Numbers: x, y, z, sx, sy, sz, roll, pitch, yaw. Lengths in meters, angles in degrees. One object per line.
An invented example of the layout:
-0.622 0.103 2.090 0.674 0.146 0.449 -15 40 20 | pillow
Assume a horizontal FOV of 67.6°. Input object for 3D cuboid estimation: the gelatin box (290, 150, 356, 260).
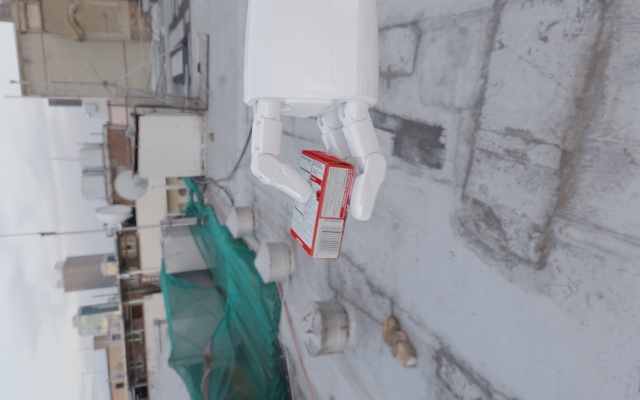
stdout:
0.000 0.002 0.447 0.030 0.089 0.073 6 12 -21 | gelatin box
